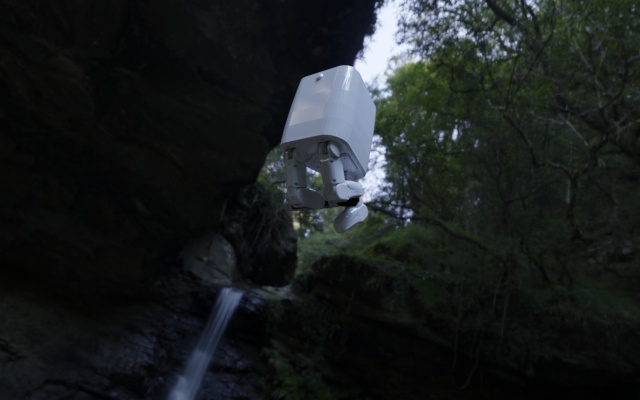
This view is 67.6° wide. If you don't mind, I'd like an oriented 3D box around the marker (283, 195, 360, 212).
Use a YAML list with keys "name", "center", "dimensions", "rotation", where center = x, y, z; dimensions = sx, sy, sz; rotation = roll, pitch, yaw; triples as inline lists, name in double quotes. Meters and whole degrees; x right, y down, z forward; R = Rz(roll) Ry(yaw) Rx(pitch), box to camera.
- name: "marker"
  center: [0.000, 0.002, 0.638]
  dimensions: [0.121, 0.020, 0.020]
  rotation: [-5, -3, 39]
